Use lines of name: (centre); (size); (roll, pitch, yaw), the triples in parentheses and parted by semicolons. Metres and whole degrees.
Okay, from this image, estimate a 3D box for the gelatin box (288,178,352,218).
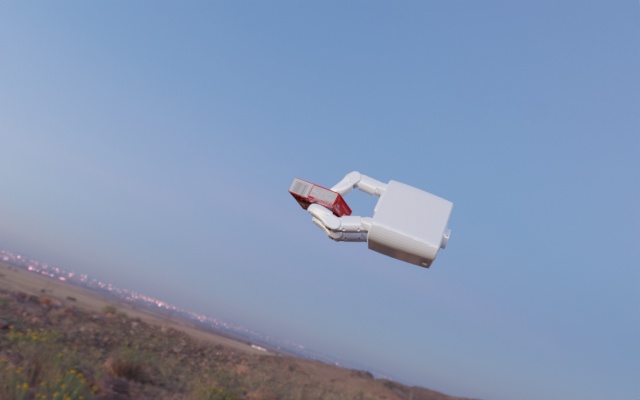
gelatin box: (0.000, 0.002, 0.781); (0.089, 0.030, 0.073); (21, -16, 26)
